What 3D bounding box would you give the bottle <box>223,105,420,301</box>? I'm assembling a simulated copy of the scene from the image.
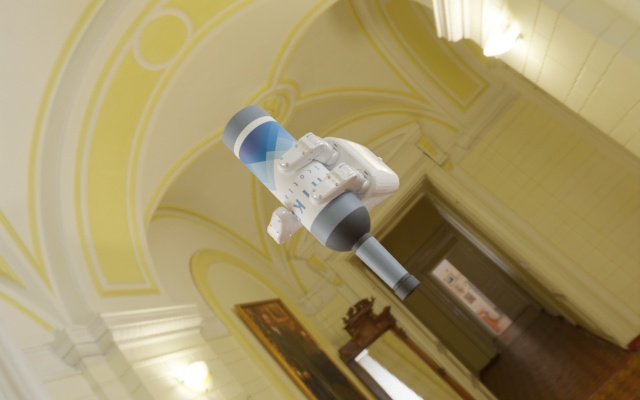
[{"bbox_3d":[0.000,0.002,0.565,0.295,0.069,0.069,45,18,19],"label":"bottle"}]
